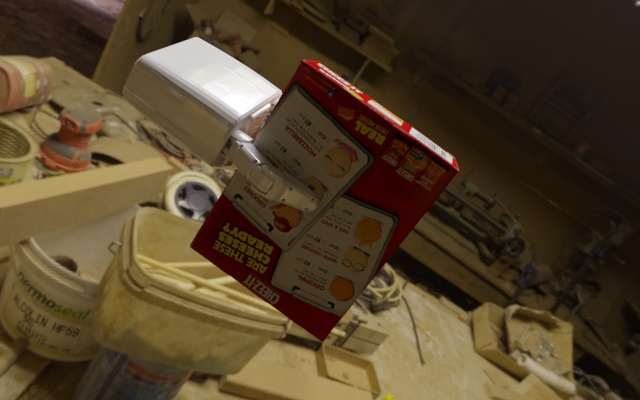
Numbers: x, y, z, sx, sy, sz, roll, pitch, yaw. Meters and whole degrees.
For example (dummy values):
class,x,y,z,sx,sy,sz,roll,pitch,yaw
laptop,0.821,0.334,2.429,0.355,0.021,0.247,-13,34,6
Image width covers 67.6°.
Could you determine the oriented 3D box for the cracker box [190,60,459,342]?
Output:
class,x,y,z,sx,sy,sz,roll,pitch,yaw
cracker box,0.000,0.001,0.461,0.164,0.214,0.072,35,20,2
